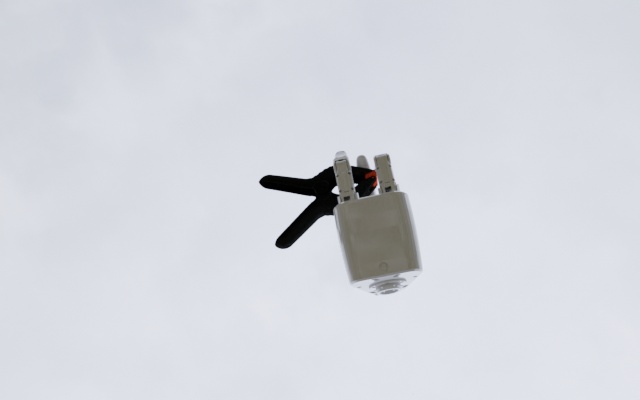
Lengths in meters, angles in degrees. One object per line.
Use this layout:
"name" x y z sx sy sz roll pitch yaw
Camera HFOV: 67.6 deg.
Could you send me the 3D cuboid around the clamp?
"clamp" 0.000 0.002 0.671 0.171 0.120 0.039 -12 -25 6
